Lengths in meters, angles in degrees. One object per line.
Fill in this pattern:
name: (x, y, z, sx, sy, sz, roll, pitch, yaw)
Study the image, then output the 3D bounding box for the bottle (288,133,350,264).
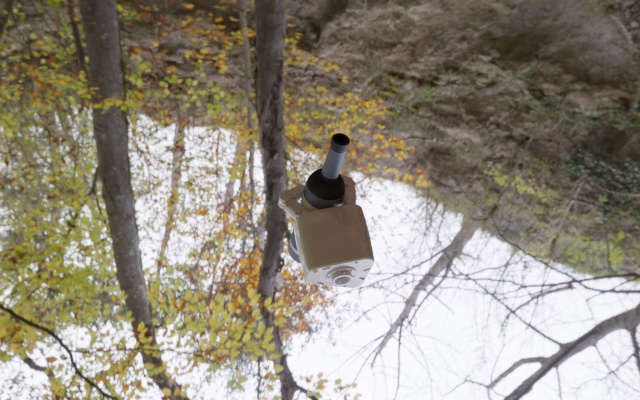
bottle: (0.000, 0.003, 0.818, 0.069, 0.069, 0.296, 0, -40, -16)
